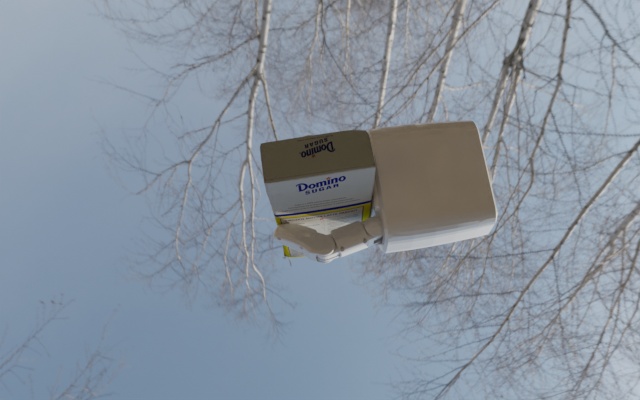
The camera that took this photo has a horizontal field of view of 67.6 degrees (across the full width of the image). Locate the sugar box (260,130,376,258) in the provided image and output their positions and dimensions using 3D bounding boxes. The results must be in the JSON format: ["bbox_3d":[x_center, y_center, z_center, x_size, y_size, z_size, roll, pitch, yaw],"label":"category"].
[{"bbox_3d":[0.000,0.001,0.463,0.093,0.048,0.176,-8,-29,-3],"label":"sugar box"}]
